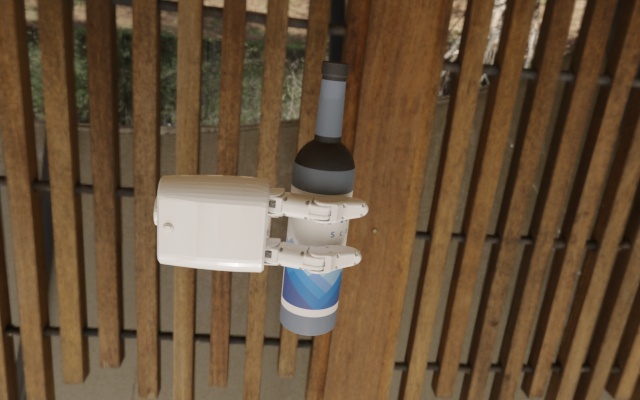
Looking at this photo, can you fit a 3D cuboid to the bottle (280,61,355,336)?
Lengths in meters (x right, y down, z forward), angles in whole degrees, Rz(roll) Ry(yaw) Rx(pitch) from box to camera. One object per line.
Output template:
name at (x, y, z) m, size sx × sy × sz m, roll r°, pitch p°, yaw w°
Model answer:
bottle at (0.000, 0.002, 0.520) m, size 0.069 × 0.296 × 0.069 m, roll 6°, pitch 18°, yaw -2°
